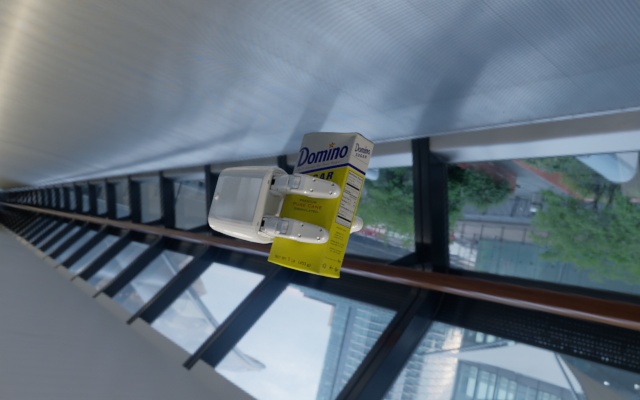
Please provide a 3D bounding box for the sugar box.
[{"bbox_3d":[0.000,0.002,0.599,0.093,0.176,0.048,6,-10,42],"label":"sugar box"}]
